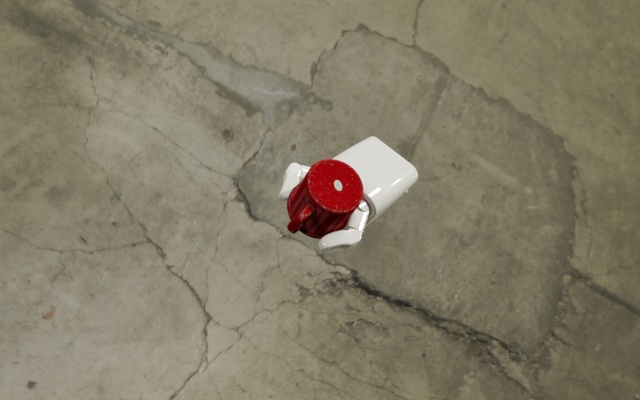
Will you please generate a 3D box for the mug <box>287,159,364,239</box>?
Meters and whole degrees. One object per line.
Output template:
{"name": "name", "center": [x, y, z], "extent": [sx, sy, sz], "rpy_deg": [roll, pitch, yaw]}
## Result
{"name": "mug", "center": [-0.001, 0.003, 0.647], "extent": [0.117, 0.093, 0.081], "rpy_deg": [-37, -8, -29]}
